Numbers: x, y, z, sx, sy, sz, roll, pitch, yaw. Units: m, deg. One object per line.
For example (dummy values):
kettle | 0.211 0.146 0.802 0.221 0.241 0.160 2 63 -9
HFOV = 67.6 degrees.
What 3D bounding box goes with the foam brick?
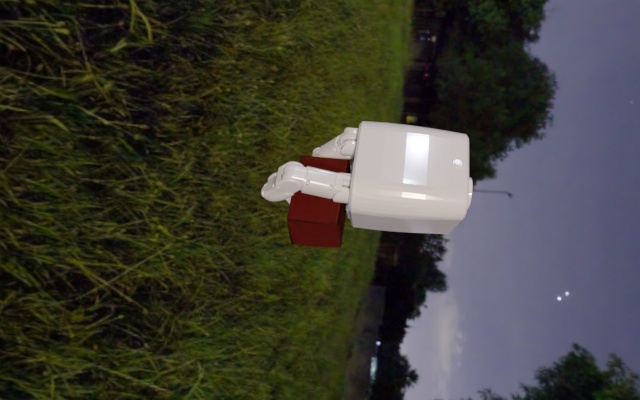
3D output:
foam brick | 0.000 0.002 0.479 0.051 0.078 0.053 7 -29 7
